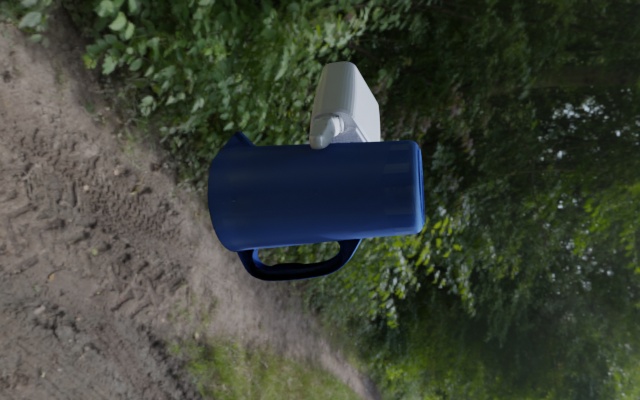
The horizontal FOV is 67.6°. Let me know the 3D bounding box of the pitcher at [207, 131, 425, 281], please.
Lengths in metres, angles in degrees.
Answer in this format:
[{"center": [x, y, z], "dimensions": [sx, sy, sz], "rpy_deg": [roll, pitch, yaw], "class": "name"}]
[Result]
[{"center": [0.000, 0.002, 0.577], "dimensions": [0.243, 0.145, 0.149], "rpy_deg": [-3, -40, 14], "class": "pitcher"}]
